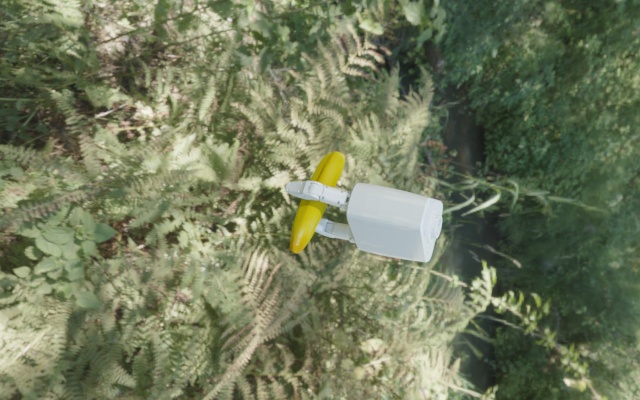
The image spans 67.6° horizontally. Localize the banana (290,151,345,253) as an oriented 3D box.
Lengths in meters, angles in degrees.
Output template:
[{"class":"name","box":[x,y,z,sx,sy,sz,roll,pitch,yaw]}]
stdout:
[{"class":"banana","box":[0.001,-0.012,0.717,0.037,0.197,0.070,16,-38,13]}]
